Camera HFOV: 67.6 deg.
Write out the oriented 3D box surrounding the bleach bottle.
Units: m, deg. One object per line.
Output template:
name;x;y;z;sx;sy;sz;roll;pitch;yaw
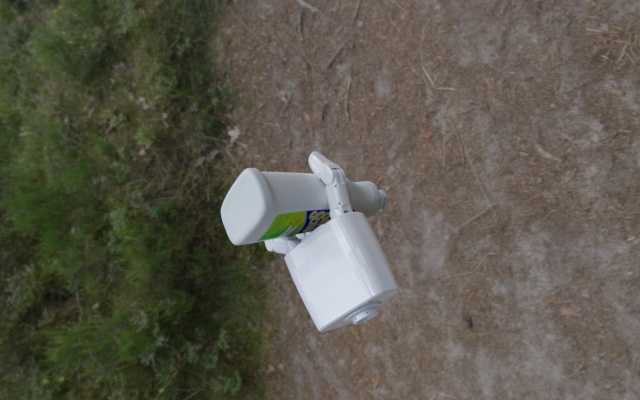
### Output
bleach bottle;0.000;0.002;0.640;0.251;0.068;0.103;-5;-30;-40
